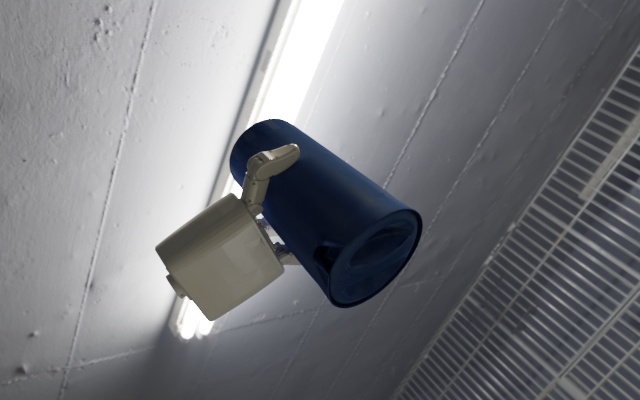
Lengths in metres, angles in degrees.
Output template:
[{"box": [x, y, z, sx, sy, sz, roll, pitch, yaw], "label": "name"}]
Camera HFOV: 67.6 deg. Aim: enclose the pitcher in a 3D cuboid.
[{"box": [0.000, 0.002, 0.579, 0.145, 0.149, 0.242, -35, 53, -15], "label": "pitcher"}]
